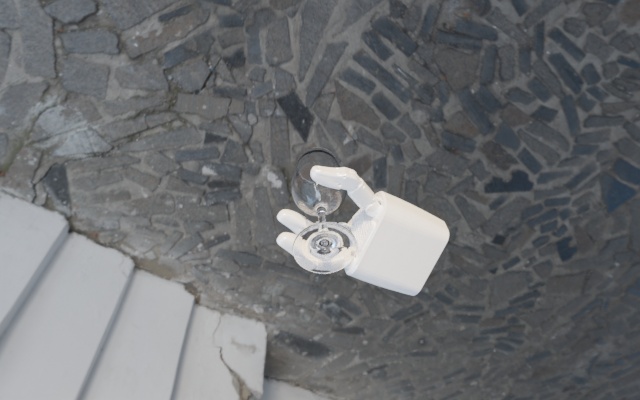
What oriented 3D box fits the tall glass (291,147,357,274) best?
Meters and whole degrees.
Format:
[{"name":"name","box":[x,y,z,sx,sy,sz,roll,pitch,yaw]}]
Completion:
[{"name":"tall glass","box":[0.000,0.002,0.628,0.079,0.079,0.201,0,33,-4]}]
